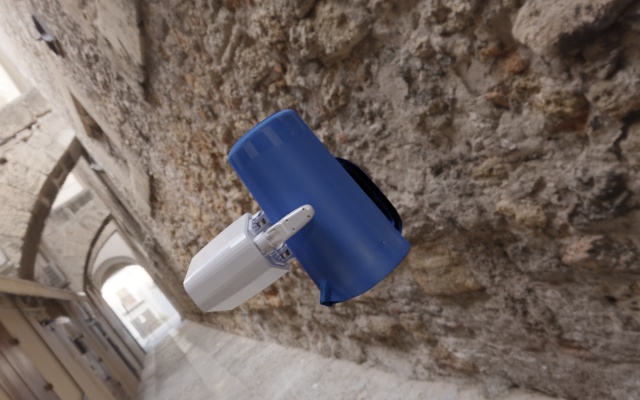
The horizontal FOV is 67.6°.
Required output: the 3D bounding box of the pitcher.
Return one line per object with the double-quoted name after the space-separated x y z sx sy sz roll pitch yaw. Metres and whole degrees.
0.000 0.002 0.625 0.145 0.243 0.149 -37 1 7 "pitcher"
